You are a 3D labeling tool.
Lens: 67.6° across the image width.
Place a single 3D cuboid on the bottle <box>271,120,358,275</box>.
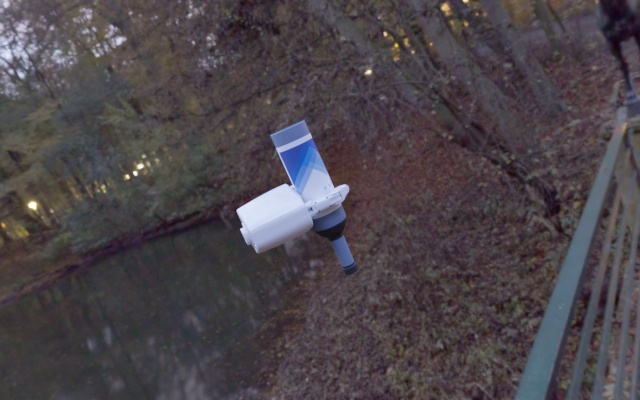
[{"bbox_3d":[0.000,0.003,0.875,0.069,0.296,0.069,-23,12,5],"label":"bottle"}]
